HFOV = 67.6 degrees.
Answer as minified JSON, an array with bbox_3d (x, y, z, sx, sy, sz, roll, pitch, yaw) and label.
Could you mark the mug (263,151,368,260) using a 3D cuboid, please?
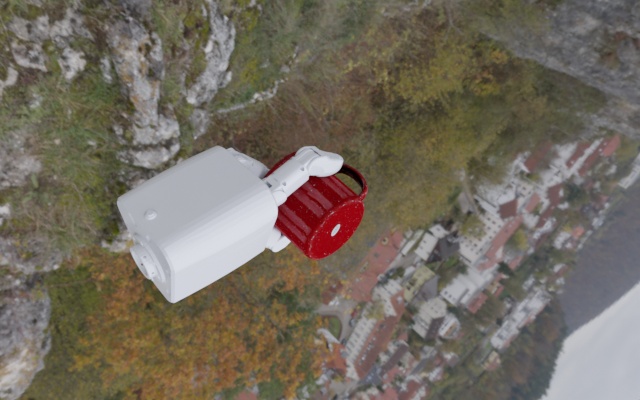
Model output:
[{"bbox_3d":[0.001,0.001,0.506,0.117,0.093,0.081,-32,59,-28],"label":"mug"}]
